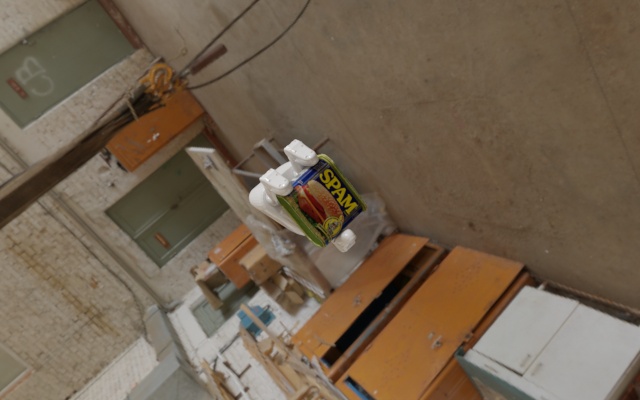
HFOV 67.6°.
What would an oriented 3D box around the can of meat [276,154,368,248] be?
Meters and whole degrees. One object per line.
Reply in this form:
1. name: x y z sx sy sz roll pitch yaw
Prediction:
1. can of meat: 0.000 0.002 0.658 0.084 0.102 0.057 -43 15 -15
